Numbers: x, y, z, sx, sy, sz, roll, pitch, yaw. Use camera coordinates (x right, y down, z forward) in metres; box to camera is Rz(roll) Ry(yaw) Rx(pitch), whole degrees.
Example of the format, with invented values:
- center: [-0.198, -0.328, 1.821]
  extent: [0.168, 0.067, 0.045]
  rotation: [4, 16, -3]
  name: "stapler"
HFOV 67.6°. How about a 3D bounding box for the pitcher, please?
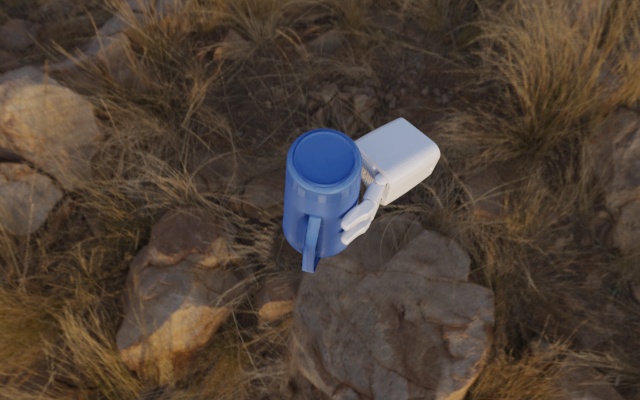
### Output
- center: [0.000, 0.002, 0.769]
  extent: [0.145, 0.149, 0.243]
  rotation: [-29, -21, -15]
  name: "pitcher"
